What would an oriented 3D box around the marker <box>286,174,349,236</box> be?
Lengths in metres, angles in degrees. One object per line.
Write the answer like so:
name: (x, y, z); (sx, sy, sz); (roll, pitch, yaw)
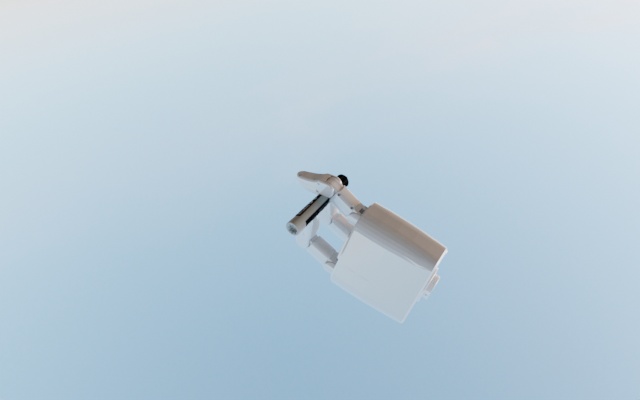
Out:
marker: (0.000, 0.002, 0.589); (0.020, 0.020, 0.121); (0, 31, 39)
